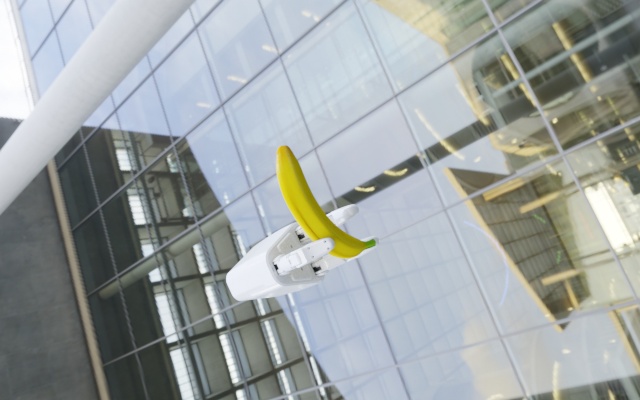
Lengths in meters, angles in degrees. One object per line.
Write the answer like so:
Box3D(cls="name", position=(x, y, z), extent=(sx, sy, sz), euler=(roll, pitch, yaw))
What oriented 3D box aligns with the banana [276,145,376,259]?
Box3D(cls="banana", position=(-0.005, 0.016, 0.650), extent=(0.037, 0.198, 0.069), euler=(-27, 21, 42))
